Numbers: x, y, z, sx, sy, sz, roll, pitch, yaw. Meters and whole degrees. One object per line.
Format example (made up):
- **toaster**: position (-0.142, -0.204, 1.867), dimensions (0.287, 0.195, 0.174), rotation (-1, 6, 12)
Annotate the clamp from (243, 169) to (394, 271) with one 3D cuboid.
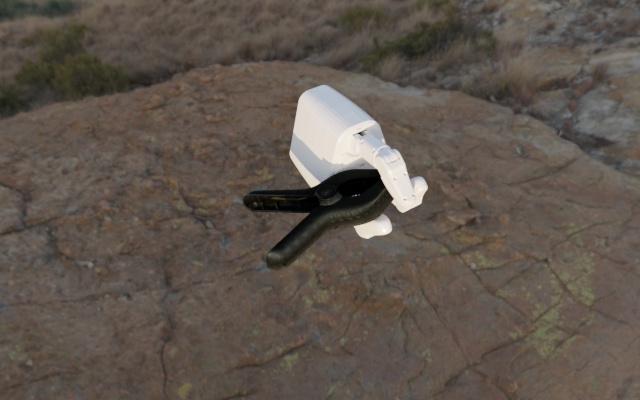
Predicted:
- **clamp**: position (0.000, 0.001, 0.510), dimensions (0.171, 0.039, 0.120), rotation (-23, 45, -18)
